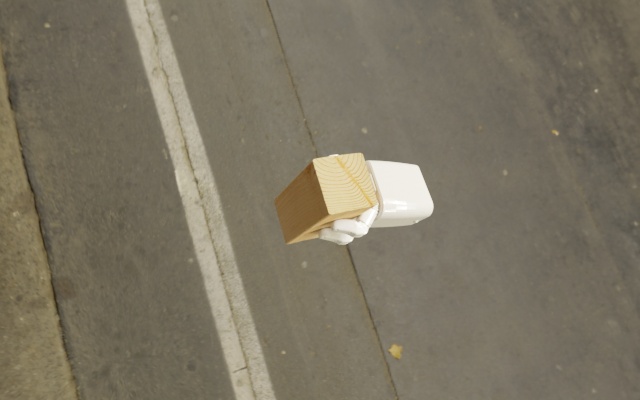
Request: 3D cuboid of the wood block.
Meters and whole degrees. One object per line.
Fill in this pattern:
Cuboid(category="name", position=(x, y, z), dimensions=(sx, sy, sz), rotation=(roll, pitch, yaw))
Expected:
Cuboid(category="wood block", position=(0.000, 0.002, 0.814), dimensions=(0.090, 0.091, 0.206), rotation=(-10, -13, -26))
